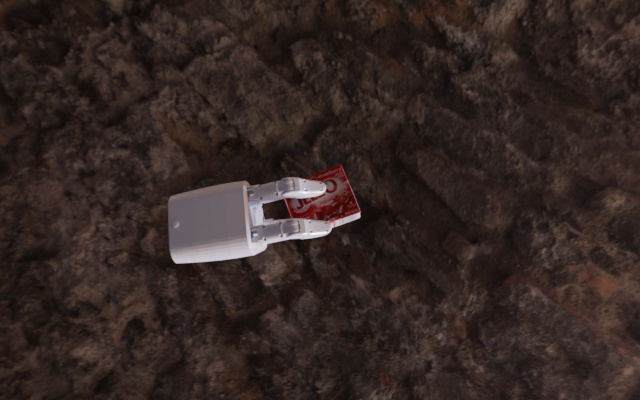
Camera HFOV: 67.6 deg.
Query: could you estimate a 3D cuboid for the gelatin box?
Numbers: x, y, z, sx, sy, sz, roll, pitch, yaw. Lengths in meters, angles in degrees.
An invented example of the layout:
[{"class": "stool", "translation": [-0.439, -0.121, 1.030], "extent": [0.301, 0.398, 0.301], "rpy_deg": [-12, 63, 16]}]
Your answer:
[{"class": "gelatin box", "translation": [0.000, 0.002, 0.642], "extent": [0.089, 0.073, 0.030], "rpy_deg": [-20, -19, -4]}]
